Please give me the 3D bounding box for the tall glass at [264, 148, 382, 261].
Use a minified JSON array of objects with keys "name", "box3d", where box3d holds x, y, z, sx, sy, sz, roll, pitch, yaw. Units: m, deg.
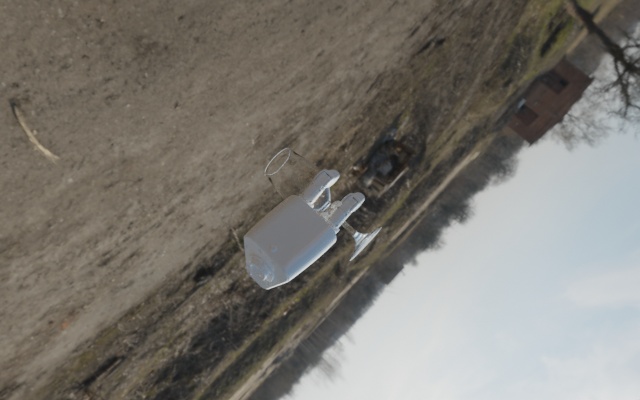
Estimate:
[{"name":"tall glass","box3d":[0.001,0.003,0.776,0.201,0.079,0.079,43,9,10]}]
